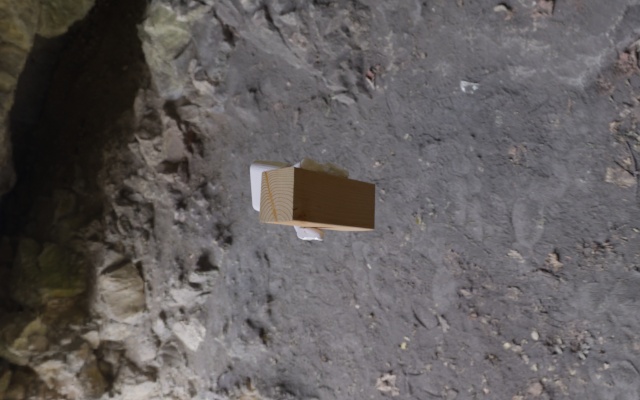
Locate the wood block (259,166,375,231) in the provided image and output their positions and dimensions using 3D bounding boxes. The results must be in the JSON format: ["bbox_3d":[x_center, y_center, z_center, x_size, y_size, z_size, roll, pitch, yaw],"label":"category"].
[{"bbox_3d":[0.000,0.003,0.862,0.206,0.091,0.090,9,-9,-44],"label":"wood block"}]
